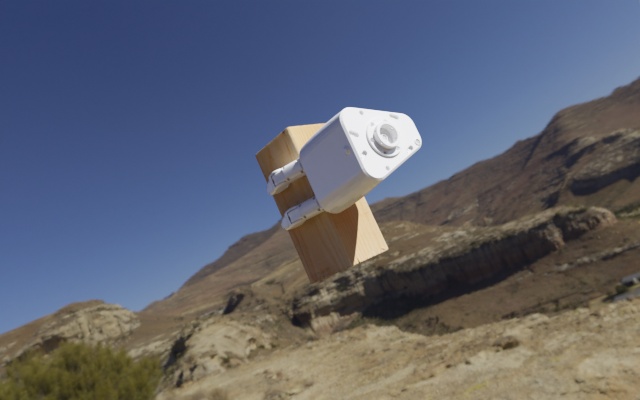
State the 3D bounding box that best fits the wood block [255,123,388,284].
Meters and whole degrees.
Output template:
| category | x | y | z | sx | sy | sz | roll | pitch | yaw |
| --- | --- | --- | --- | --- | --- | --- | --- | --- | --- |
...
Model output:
| category | x | y | z | sx | sy | sz | roll | pitch | yaw |
| --- | --- | --- | --- | --- | --- | --- | --- | --- | --- |
| wood block | 0.001 | 0.002 | 0.691 | 0.091 | 0.206 | 0.090 | -15 | -12 | -45 |
